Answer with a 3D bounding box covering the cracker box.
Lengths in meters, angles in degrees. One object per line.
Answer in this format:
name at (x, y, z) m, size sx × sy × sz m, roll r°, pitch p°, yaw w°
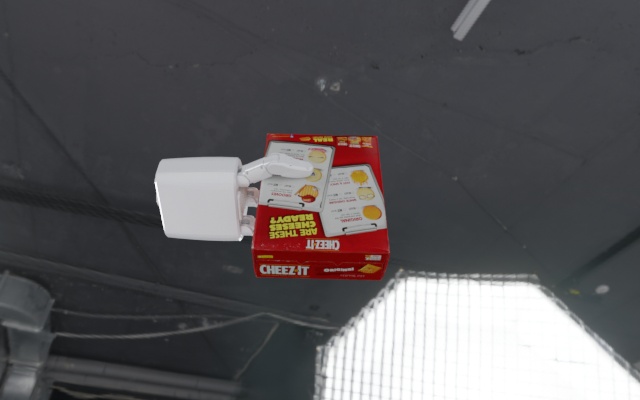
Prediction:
cracker box at (0.000, 0.002, 0.647) m, size 0.164 × 0.213 × 0.072 m, roll 1°, pitch -42°, yaw -1°
